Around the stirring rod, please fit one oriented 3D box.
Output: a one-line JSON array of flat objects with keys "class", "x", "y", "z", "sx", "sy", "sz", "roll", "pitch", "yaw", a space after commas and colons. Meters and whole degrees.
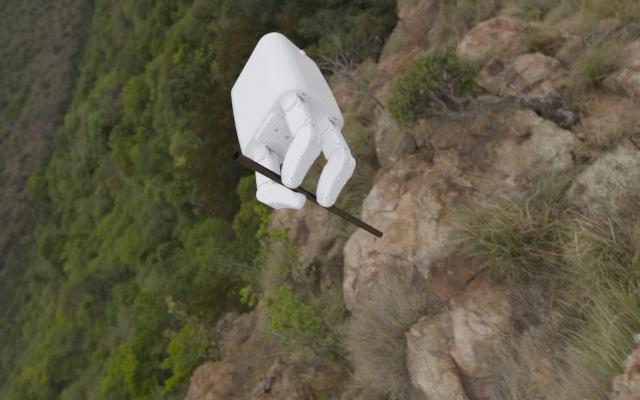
[{"class": "stirring rod", "x": 0.000, "y": 0.002, "z": 0.502, "sx": 0.011, "sy": 0.011, "sz": 0.240, "roll": 0, "pitch": -20, "yaw": 40}]
